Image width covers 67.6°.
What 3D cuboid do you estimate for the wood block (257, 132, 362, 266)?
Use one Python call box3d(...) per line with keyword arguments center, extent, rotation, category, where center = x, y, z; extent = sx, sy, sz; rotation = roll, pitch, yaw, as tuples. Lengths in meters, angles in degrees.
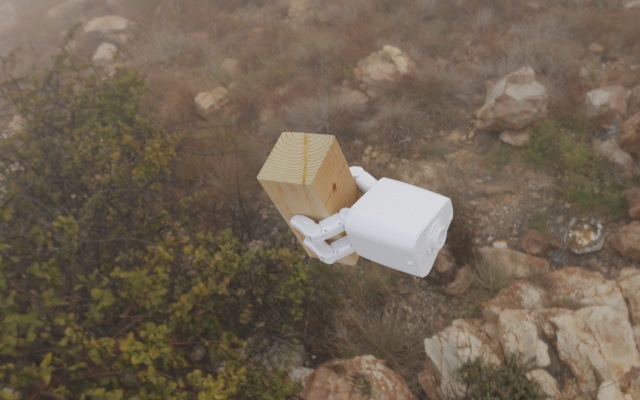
box3d(center=(0.001, 0.002, 0.722), extent=(0.090, 0.090, 0.206), rotation=(8, -33, 29), category="wood block")
